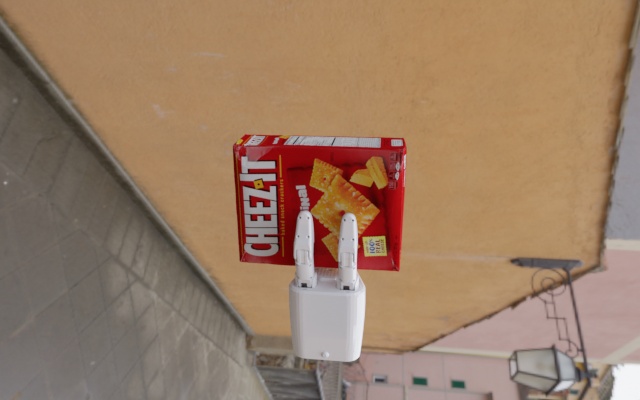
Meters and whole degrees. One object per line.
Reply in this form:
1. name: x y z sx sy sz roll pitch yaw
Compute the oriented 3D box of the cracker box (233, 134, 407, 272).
1. cracker box: 0.000 0.002 0.622 0.213 0.164 0.072 2 19 7
